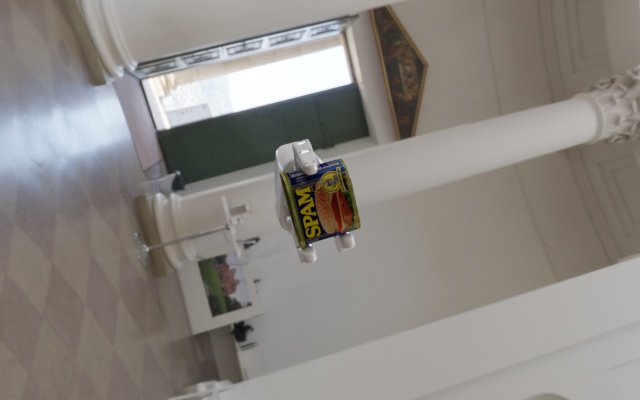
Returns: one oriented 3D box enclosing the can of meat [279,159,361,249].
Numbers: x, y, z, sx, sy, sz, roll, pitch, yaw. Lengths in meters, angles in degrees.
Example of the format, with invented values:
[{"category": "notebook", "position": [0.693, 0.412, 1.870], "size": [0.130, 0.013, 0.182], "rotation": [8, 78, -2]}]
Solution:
[{"category": "can of meat", "position": [0.000, 0.002, 0.630], "size": [0.084, 0.102, 0.057], "rotation": [-16, 19, -8]}]
